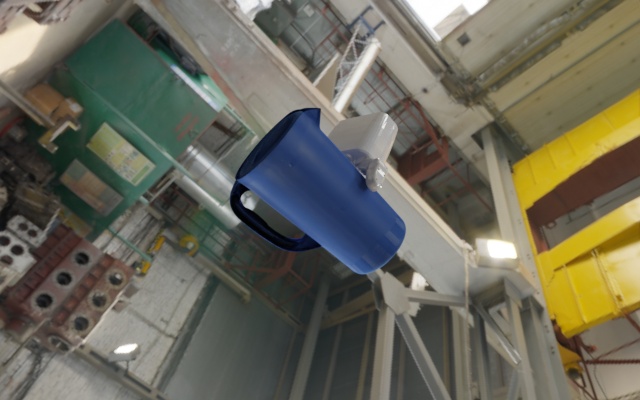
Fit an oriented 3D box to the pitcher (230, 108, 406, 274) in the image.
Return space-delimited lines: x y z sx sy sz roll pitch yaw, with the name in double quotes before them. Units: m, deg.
"pitcher" 0.000 0.002 0.687 0.243 0.145 0.149 43 -41 -18
